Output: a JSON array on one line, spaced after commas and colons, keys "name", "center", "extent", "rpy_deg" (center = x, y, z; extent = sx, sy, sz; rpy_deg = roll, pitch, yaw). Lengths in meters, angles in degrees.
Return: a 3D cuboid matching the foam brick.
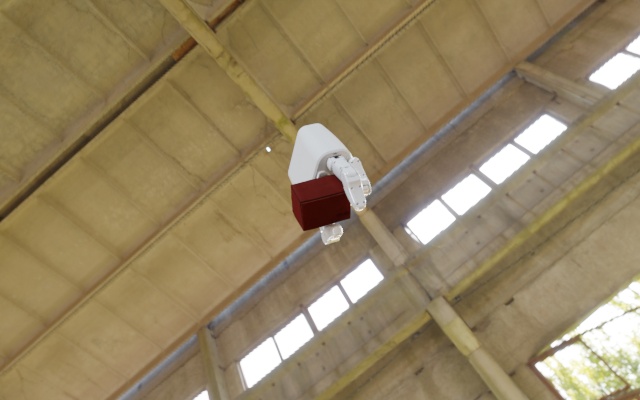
[{"name": "foam brick", "center": [0.000, 0.002, 0.701], "extent": [0.078, 0.053, 0.051], "rpy_deg": [-14, 38, -17]}]
